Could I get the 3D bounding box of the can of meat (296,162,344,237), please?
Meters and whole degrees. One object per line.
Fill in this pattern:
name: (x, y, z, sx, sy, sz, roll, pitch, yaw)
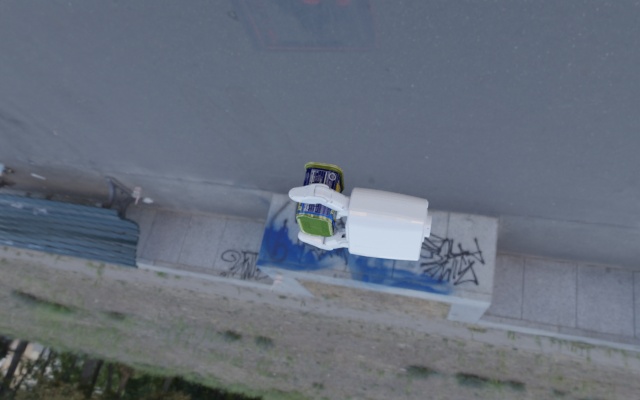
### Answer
can of meat: (0.000, 0.003, 0.718, 0.057, 0.084, 0.102, 9, -19, 8)
